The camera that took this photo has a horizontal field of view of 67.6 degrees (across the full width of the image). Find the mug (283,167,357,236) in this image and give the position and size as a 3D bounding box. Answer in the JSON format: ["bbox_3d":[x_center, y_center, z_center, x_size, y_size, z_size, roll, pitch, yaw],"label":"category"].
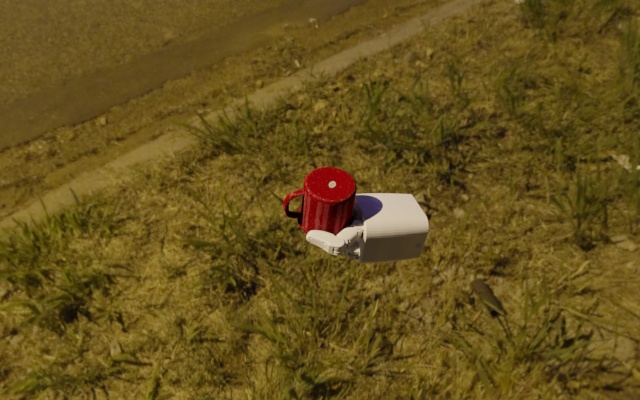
[{"bbox_3d":[-0.001,0.002,0.744,0.117,0.082,0.093,-2,45,-9],"label":"mug"}]
